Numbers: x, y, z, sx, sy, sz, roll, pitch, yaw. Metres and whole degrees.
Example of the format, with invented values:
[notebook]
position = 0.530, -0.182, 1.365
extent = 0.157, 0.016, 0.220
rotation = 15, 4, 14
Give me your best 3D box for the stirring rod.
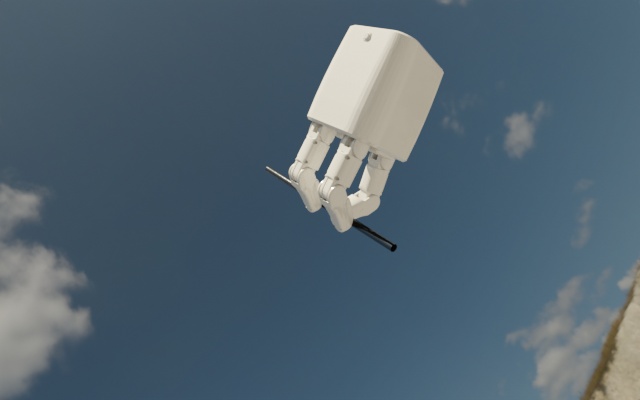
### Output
[stirring rod]
position = 0.000, 0.002, 0.536
extent = 0.011, 0.011, 0.239
rotation = 0, 21, -38
